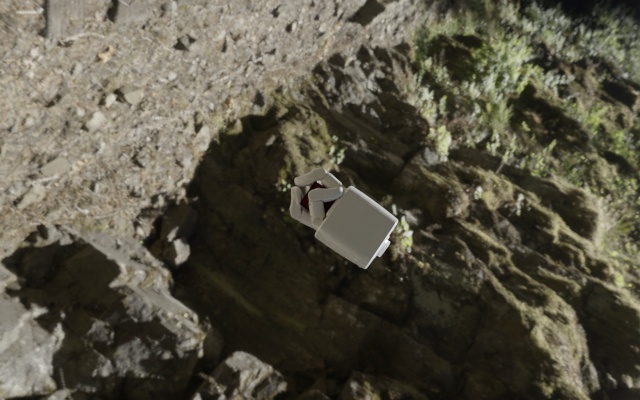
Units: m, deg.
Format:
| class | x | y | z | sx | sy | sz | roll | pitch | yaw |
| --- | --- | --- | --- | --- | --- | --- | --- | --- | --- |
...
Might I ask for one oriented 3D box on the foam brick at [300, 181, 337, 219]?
| class | x | y | z | sx | sy | sz | roll | pitch | yaw |
| --- | --- | --- | --- | --- | --- | --- | --- | --- | --- |
| foam brick | 0.000 | 0.003 | 0.880 | 0.051 | 0.053 | 0.078 | 35 | 0 | 6 |
